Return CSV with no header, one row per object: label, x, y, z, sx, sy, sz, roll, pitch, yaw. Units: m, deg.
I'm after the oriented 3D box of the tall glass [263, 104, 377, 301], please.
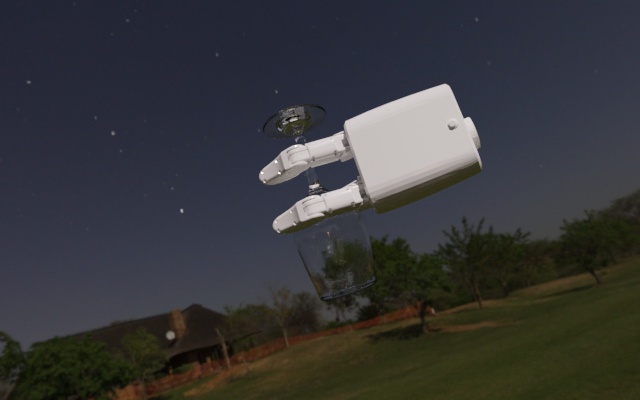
tall glass,0.000,0.001,0.514,0.079,0.201,0.079,-16,-16,-5
